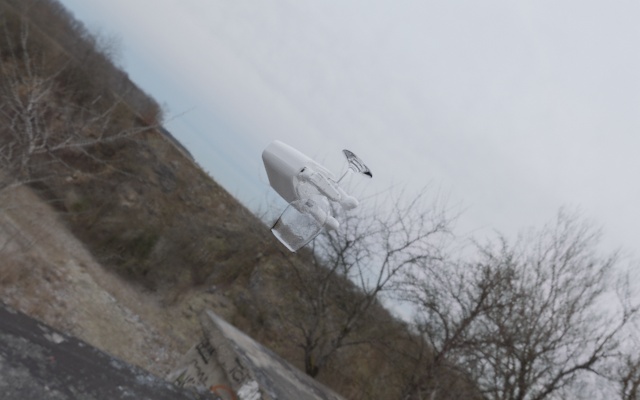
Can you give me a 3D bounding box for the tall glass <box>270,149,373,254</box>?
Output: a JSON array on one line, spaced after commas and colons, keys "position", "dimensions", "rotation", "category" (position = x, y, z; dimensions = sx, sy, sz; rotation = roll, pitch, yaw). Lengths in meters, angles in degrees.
[{"position": [0.001, 0.002, 0.865], "dimensions": [0.079, 0.201, 0.079], "rotation": [42, -9, 9], "category": "tall glass"}]
